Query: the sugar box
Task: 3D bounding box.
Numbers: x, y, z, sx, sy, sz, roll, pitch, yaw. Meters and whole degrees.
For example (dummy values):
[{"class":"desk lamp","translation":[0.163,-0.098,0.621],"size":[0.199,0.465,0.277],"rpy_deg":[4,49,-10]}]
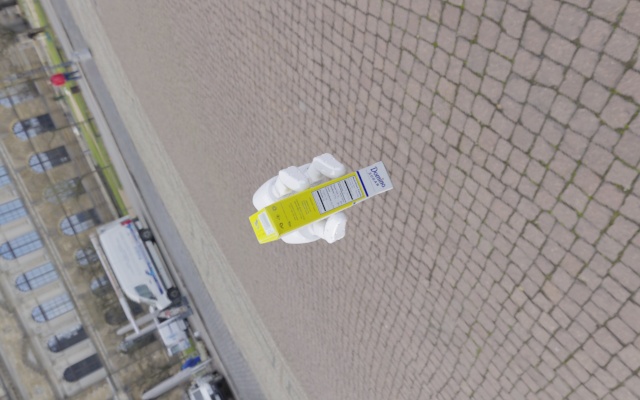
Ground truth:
[{"class":"sugar box","translation":[0.000,0.002,0.639],"size":[0.176,0.048,0.093],"rpy_deg":[-25,0,-23]}]
